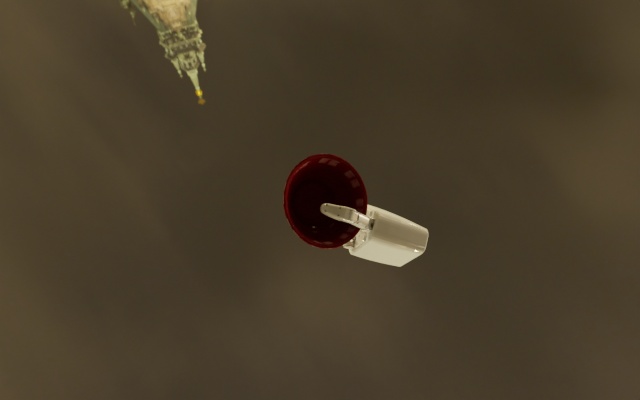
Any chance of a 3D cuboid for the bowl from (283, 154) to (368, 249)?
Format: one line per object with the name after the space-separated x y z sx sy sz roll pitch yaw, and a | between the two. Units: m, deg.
-0.001 0.002 0.829 0.162 0.162 0.055 0 -4 -28 | bowl
